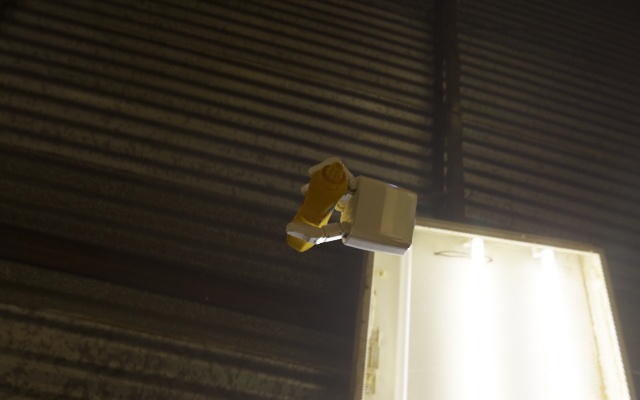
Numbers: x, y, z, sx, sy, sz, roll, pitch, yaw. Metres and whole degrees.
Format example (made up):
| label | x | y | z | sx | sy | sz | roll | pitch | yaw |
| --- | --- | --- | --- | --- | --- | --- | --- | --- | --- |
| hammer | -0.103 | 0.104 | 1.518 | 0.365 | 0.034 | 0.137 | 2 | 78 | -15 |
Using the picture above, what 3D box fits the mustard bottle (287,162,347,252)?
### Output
| label | x | y | z | sx | sy | sz | roll | pitch | yaw |
| --- | --- | --- | --- | --- | --- | --- | --- | --- | --- |
| mustard bottle | 0.000 | 0.003 | 0.781 | 0.058 | 0.096 | 0.192 | 34 | -37 | 5 |
